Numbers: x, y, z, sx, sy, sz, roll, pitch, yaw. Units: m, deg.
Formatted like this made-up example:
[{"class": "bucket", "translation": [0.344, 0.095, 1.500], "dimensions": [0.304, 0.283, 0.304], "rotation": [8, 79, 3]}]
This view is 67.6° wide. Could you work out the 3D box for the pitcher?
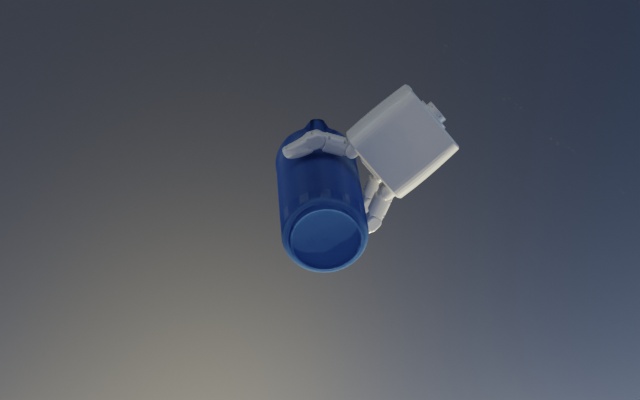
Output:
[{"class": "pitcher", "translation": [0.000, 0.002, 0.688], "dimensions": [0.145, 0.149, 0.242], "rotation": [-40, 23, 16]}]
